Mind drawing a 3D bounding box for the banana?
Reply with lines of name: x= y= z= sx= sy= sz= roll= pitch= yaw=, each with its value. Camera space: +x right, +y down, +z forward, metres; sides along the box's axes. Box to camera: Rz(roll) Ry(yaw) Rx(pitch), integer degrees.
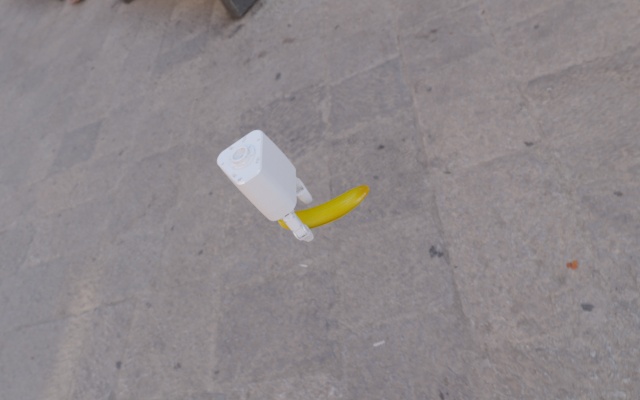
banana: x=-0.004 y=0.018 z=0.871 sx=0.198 sy=0.069 sz=0.037 roll=-14 pitch=-42 yaw=24
